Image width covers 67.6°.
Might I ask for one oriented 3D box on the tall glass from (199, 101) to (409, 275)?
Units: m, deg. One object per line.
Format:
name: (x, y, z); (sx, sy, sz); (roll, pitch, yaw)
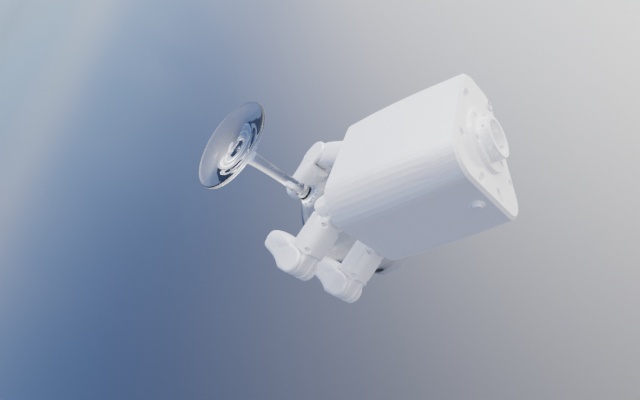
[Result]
tall glass: (-0.001, 0.001, 0.413); (0.201, 0.079, 0.079); (33, -22, -37)
